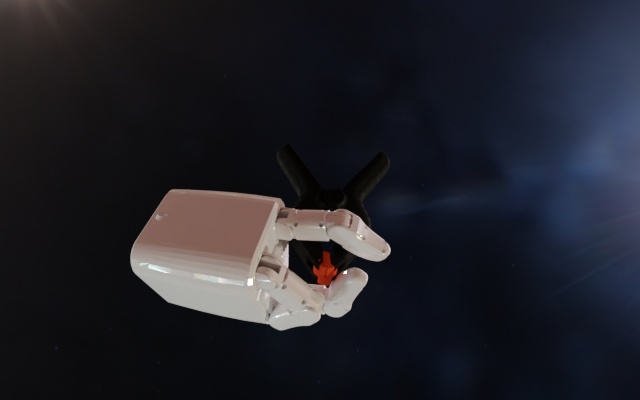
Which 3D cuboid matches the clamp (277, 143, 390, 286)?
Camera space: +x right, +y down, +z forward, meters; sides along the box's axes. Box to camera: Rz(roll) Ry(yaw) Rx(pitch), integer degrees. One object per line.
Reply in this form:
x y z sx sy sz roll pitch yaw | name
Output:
0.000 0.002 0.470 0.120 0.039 0.171 7 44 10 | clamp
